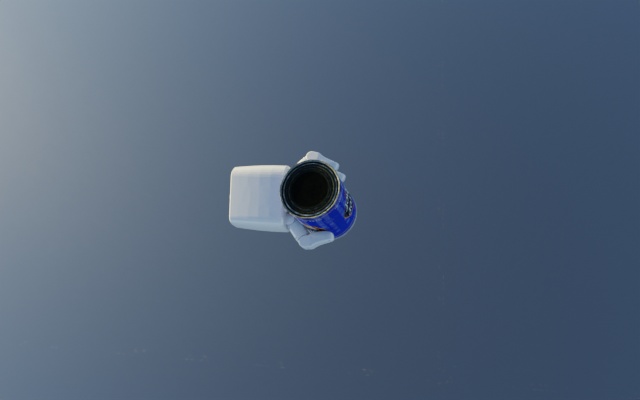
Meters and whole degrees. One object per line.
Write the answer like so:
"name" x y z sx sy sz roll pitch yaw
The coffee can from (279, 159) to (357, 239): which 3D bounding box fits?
"coffee can" 0.000 0.003 0.830 0.103 0.102 0.140 0 -18 16
